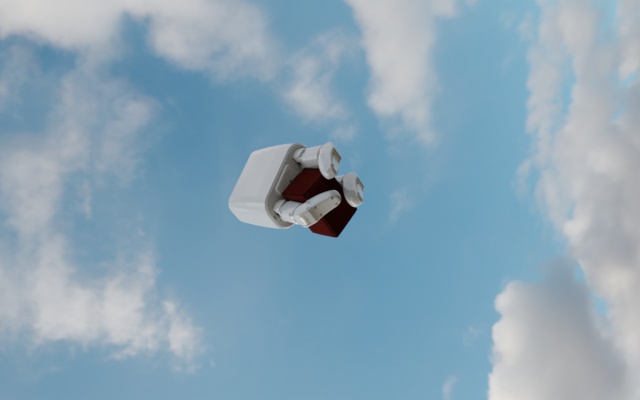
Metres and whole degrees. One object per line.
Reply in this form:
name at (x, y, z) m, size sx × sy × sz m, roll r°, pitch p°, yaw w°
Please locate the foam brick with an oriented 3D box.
foam brick at (0.000, 0.002, 0.625) m, size 0.051 × 0.078 × 0.053 m, roll 4°, pitch 48°, yaw 51°
